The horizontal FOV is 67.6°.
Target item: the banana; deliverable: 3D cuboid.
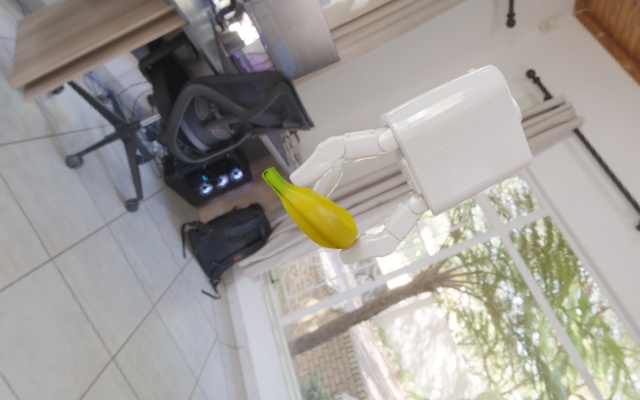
[{"bbox_3d":[0.008,0.016,0.454,0.037,0.069,0.198,-31,-18,7],"label":"banana"}]
